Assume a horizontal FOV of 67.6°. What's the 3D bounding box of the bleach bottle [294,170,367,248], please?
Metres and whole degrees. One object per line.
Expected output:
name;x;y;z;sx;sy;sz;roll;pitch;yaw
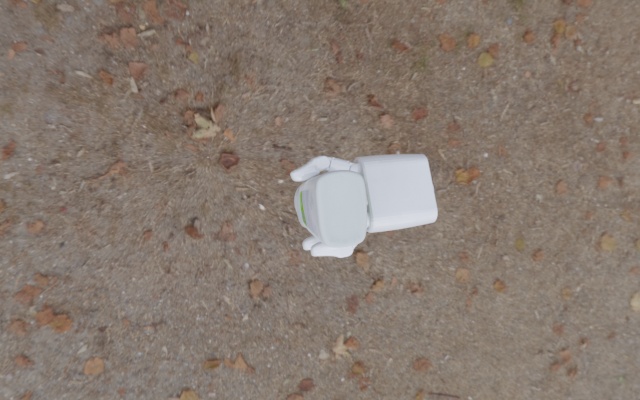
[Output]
bleach bottle;0.000;0.002;0.721;0.068;0.102;0.251;-6;6;-13
